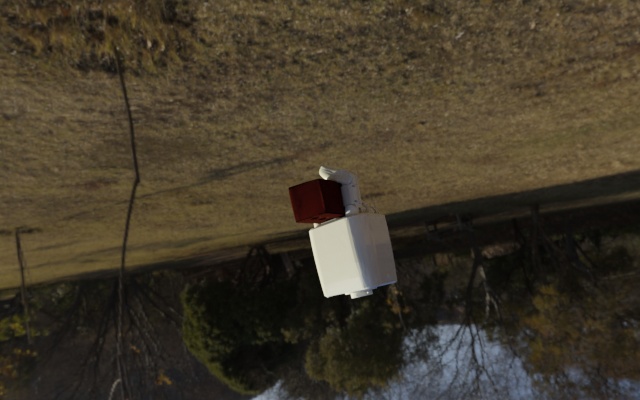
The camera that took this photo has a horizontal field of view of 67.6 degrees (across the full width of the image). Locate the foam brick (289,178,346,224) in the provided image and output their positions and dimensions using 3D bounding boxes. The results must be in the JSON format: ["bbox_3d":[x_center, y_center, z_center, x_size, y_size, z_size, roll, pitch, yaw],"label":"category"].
[{"bbox_3d":[0.000,0.002,0.686,0.053,0.051,0.078,-17,-12,28],"label":"foam brick"}]
